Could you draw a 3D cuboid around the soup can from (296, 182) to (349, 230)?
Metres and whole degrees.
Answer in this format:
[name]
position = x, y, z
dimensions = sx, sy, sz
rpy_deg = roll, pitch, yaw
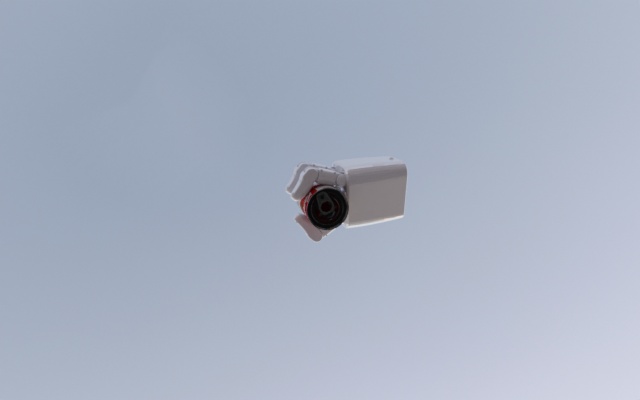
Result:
[soup can]
position = 0.000, 0.003, 0.787
dimensions = 0.068, 0.068, 0.102
rpy_deg = 0, 13, -14
